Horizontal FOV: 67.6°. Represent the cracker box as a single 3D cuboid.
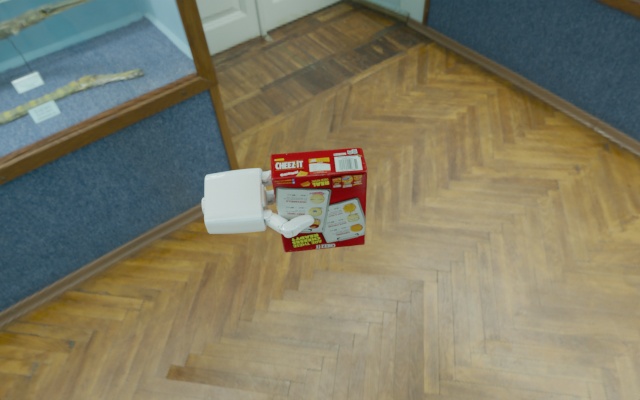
[{"bbox_3d":[0.000,0.003,0.891,0.164,0.072,0.214,-5,-41,-1],"label":"cracker box"}]
